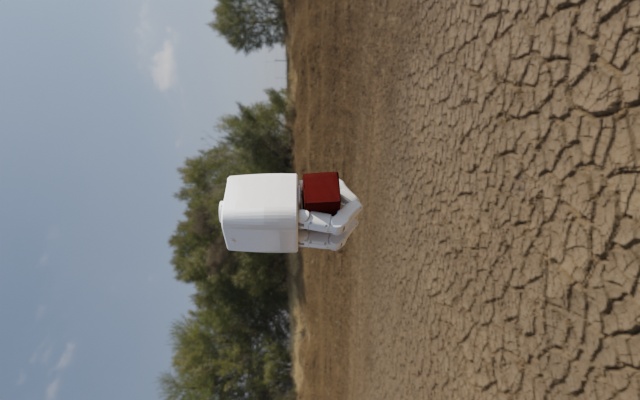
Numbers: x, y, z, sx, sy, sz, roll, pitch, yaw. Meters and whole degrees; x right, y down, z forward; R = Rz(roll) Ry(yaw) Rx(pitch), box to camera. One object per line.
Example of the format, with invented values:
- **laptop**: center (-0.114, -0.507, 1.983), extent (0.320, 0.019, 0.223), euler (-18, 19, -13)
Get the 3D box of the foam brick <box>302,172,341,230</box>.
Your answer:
- **foam brick**: center (0.000, 0.002, 0.695), extent (0.051, 0.053, 0.078), euler (-1, -34, -4)
